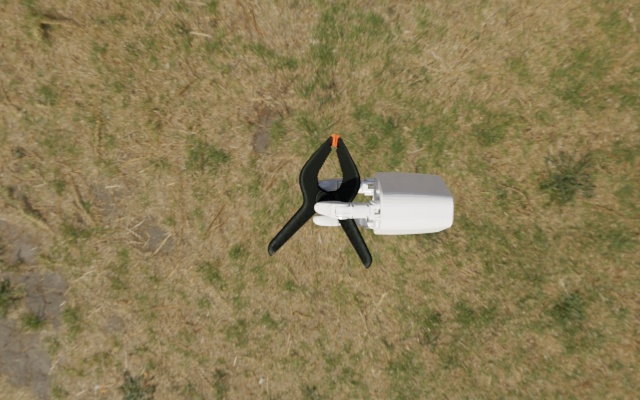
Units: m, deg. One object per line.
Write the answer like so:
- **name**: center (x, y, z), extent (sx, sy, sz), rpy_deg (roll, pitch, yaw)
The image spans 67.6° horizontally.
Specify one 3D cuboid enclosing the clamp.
- **clamp**: center (0.000, 0.002, 0.738), extent (0.164, 0.210, 0.036), rpy_deg (1, 8, 0)
